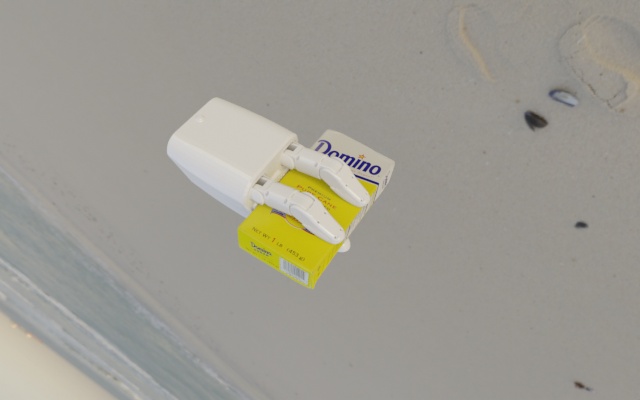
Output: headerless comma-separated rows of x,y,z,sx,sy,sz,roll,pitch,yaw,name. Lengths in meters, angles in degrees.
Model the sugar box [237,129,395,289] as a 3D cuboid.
0.000,0.001,0.521,0.093,0.176,0.048,29,-31,14,sugar box
